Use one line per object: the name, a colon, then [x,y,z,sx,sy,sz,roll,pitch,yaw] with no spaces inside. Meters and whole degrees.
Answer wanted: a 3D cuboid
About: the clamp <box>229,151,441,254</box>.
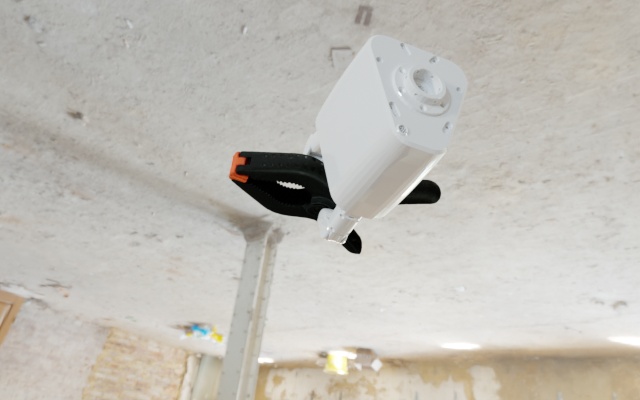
clamp: [0.000,0.002,0.524,0.210,0.036,0.165,15,-35,-16]
